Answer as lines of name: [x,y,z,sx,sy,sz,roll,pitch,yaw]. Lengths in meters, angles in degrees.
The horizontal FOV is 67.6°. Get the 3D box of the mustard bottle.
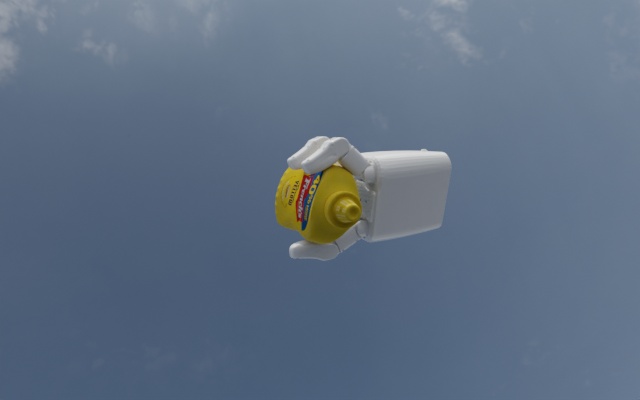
mustard bottle: [0.000,0.002,0.583,0.058,0.096,0.191,19,0,-23]
